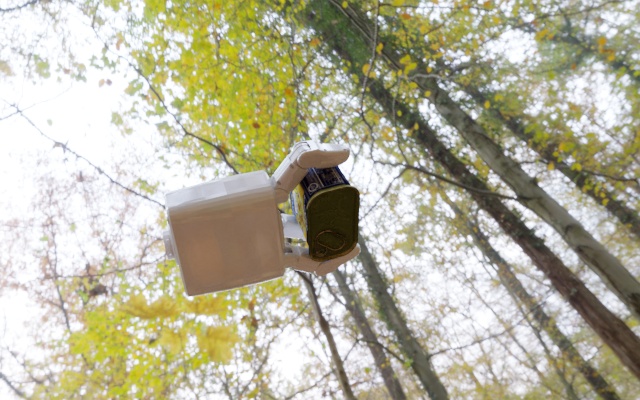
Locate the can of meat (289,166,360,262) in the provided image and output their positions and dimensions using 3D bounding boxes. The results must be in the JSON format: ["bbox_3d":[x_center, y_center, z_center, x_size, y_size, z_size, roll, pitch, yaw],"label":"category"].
[{"bbox_3d":[0.000,0.001,0.527,0.057,0.102,0.084,-15,43,-14],"label":"can of meat"}]
